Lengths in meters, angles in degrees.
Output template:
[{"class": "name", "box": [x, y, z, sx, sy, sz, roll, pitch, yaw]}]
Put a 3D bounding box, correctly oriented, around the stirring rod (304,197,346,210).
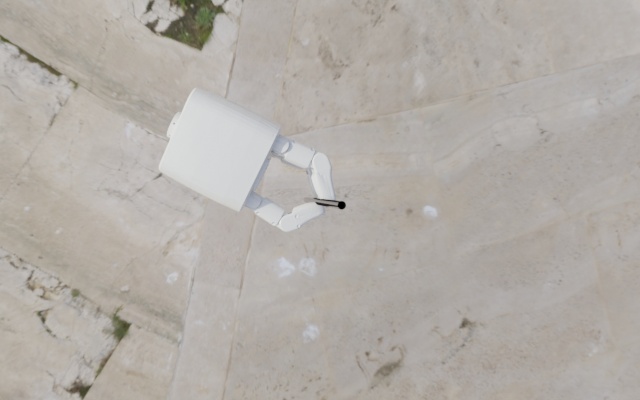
[{"class": "stirring rod", "box": [0.000, 0.002, 0.560, 0.011, 0.011, 0.239, 0, 1, -9]}]
